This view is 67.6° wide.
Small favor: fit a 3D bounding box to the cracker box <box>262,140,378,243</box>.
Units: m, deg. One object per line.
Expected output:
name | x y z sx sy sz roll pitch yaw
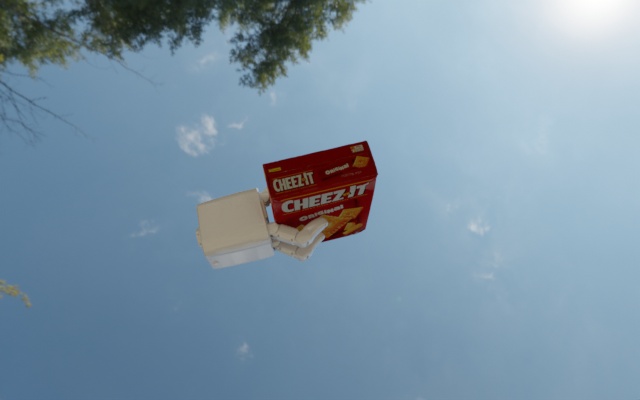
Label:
cracker box | 0.000 0.003 0.791 0.164 0.072 0.214 -14 -25 -7
